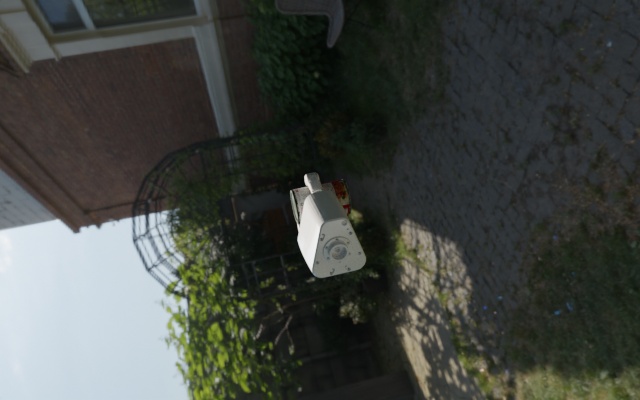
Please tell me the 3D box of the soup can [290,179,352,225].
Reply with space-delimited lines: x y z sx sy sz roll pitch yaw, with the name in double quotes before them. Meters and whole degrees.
"soup can" 0.000 0.003 0.895 0.102 0.068 0.068 -12 2 -9
